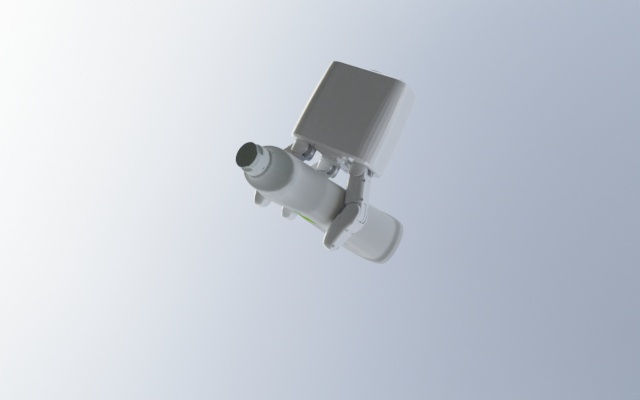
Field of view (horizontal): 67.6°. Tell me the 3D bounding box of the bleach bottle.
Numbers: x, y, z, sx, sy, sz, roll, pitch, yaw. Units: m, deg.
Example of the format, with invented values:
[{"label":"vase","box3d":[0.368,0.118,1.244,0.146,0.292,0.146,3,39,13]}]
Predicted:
[{"label":"bleach bottle","box3d":[0.000,0.002,0.558,0.102,0.068,0.251,23,-6,39]}]
